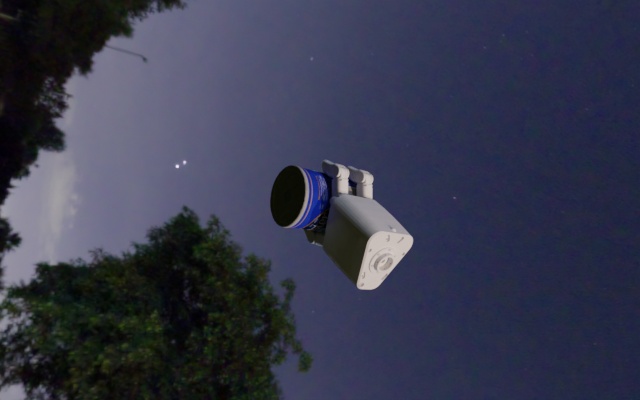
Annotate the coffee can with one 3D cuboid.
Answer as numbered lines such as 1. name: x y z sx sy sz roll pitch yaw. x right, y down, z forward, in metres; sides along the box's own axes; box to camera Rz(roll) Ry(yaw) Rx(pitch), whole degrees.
1. coffee can: 0.000 0.003 0.816 0.140 0.103 0.103 10 -6 -37
